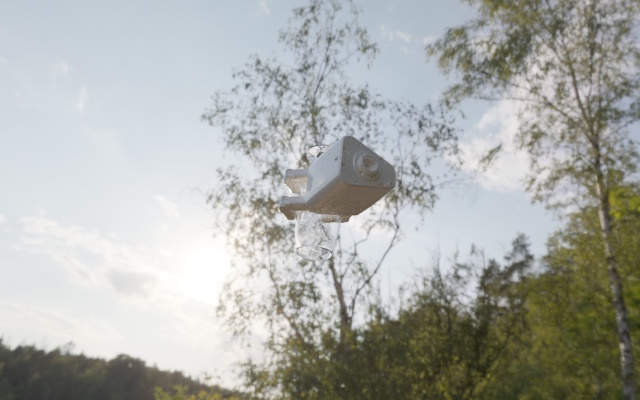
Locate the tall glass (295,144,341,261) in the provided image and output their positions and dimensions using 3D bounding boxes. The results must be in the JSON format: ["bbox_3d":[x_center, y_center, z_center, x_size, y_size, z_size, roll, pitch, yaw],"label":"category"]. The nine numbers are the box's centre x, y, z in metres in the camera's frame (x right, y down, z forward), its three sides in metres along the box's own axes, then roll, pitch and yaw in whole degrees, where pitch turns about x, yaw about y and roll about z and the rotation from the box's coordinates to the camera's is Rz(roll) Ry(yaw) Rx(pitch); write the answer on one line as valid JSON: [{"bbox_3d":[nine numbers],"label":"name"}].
[{"bbox_3d":[0.000,0.002,0.843,0.079,0.201,0.079,5,-29,3],"label":"tall glass"}]
